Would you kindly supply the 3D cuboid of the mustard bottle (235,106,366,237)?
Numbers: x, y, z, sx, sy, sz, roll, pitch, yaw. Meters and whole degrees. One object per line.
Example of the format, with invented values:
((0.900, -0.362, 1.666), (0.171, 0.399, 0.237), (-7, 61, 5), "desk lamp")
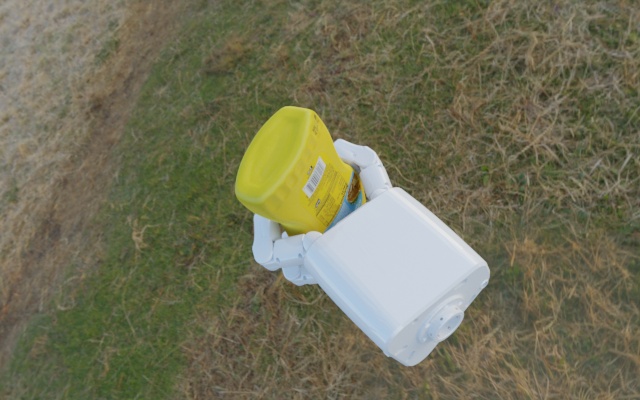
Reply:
((0.000, 0.001, 0.464), (0.058, 0.096, 0.192), (15, -19, 33), "mustard bottle")
